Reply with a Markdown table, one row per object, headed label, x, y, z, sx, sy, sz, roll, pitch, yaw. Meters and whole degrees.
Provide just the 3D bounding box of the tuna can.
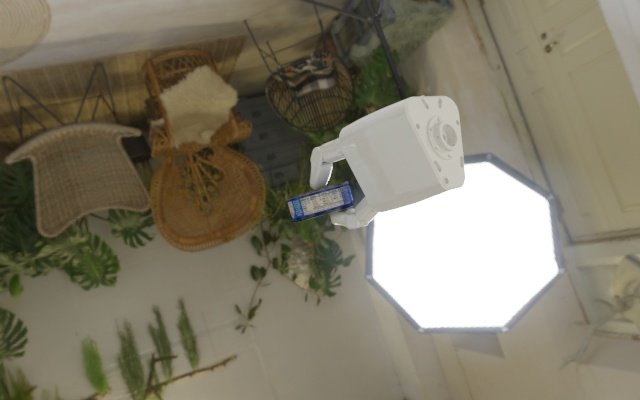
| label | x | y | z | sx | sy | sz | roll | pitch | yaw |
| --- | --- | --- | --- | --- | --- | --- | --- | --- | --- |
| tuna can | 0.000 | 0.003 | 0.629 | 0.086 | 0.034 | 0.086 | -15 | 0 | 0 |
